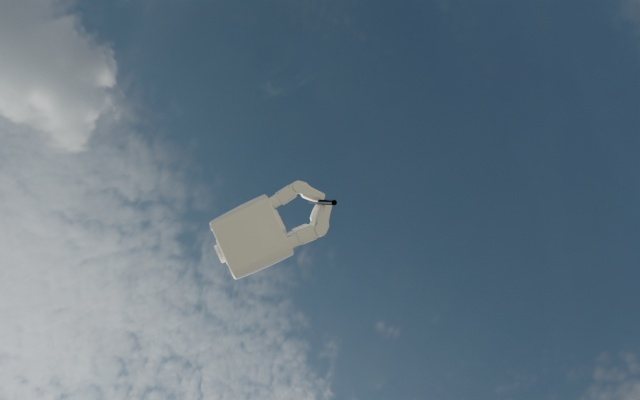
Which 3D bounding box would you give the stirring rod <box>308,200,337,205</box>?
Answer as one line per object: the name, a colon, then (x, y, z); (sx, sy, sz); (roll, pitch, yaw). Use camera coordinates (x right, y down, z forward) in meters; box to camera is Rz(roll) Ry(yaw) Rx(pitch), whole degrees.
stirring rod: (0.000, 0.003, 0.811); (0.011, 0.011, 0.239); (0, 0, -10)
